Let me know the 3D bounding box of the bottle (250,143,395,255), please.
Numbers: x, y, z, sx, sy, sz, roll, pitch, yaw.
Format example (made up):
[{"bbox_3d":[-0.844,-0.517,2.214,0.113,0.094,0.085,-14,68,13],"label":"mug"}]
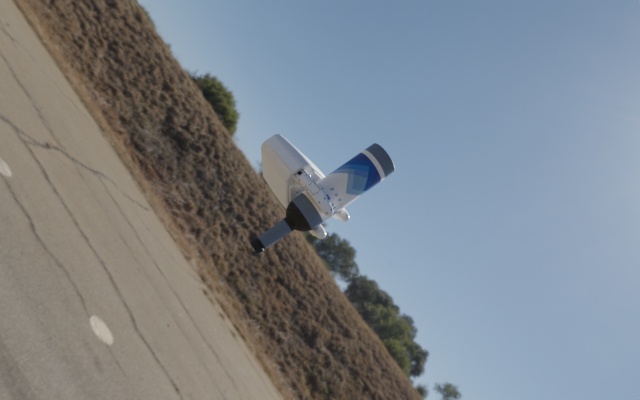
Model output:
[{"bbox_3d":[0.000,0.003,0.875,0.295,0.069,0.069,-35,6,-9],"label":"bottle"}]
